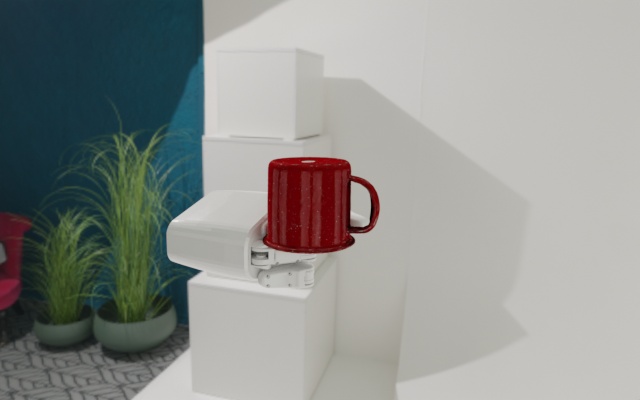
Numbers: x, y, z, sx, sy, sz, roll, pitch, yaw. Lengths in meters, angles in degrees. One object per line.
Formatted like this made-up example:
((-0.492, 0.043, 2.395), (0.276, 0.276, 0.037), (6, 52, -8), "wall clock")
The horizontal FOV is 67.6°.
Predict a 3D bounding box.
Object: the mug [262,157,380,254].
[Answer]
((0.001, 0.001, 0.466), (0.117, 0.081, 0.093), (5, 11, 21), "mug")
